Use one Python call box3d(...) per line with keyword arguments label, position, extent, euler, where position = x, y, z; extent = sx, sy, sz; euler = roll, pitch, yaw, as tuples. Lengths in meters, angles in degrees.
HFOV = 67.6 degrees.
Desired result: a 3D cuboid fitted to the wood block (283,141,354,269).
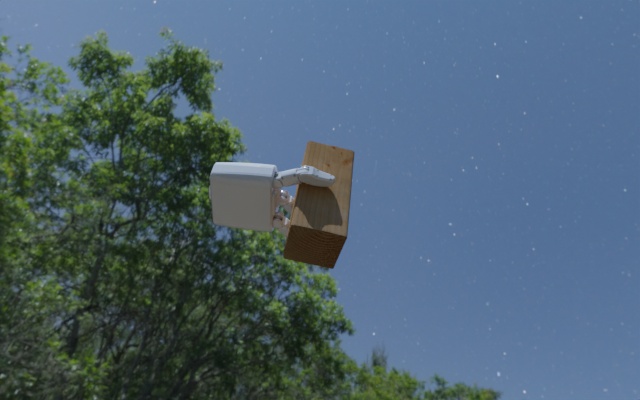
box3d(label="wood block", position=(0.000, 0.002, 0.828), extent=(0.090, 0.206, 0.091), euler=(13, -44, -5))
